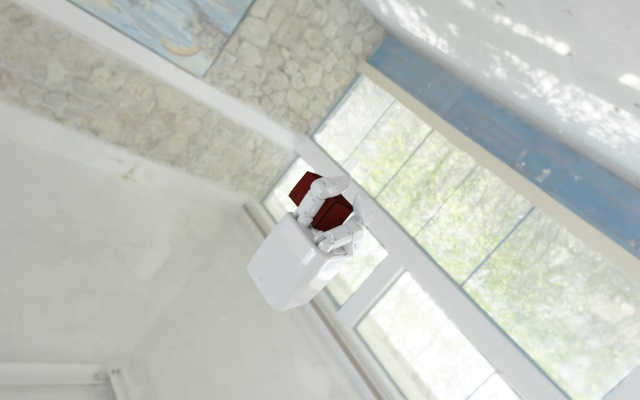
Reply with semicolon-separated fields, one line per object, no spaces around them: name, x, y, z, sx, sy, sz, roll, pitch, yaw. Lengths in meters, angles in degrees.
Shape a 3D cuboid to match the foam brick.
foam brick;0.000;0.002;0.696;0.053;0.051;0.078;21;22;-50
